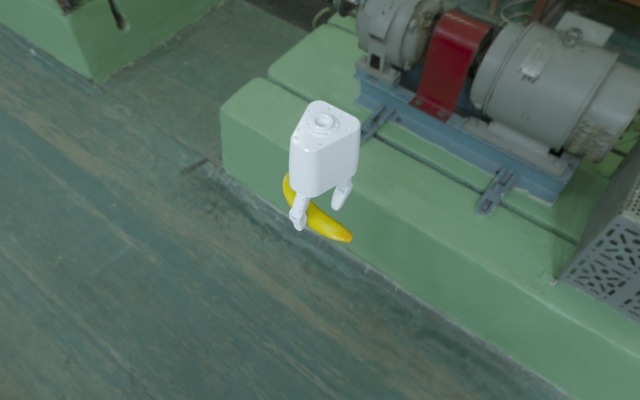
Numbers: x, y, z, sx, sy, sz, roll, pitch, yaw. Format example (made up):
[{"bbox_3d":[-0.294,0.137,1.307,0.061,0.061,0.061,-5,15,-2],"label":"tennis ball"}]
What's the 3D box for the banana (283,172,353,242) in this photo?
[{"bbox_3d":[-0.018,0.007,0.859,0.069,0.197,0.037,-20,-35,-22],"label":"banana"}]
